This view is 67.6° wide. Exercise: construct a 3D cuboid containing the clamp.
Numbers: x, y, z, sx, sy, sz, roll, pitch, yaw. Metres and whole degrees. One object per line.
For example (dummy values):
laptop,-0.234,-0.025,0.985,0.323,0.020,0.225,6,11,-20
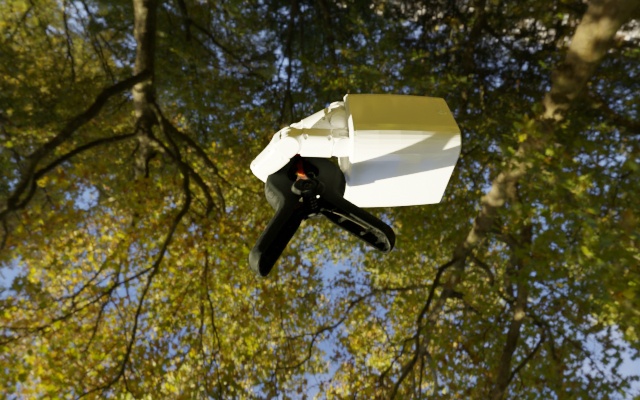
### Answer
clamp,0.000,0.002,0.443,0.120,0.039,0.171,0,39,-2
